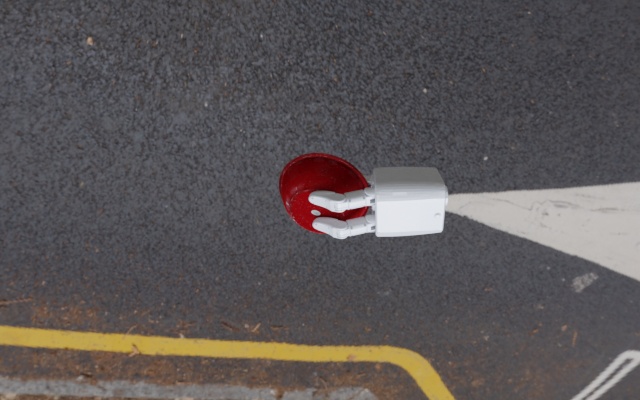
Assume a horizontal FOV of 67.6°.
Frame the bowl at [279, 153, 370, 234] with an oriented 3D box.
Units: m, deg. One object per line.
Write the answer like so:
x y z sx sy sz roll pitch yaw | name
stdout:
-0.001 0.003 0.794 0.162 0.162 0.055 0 38 18 | bowl
